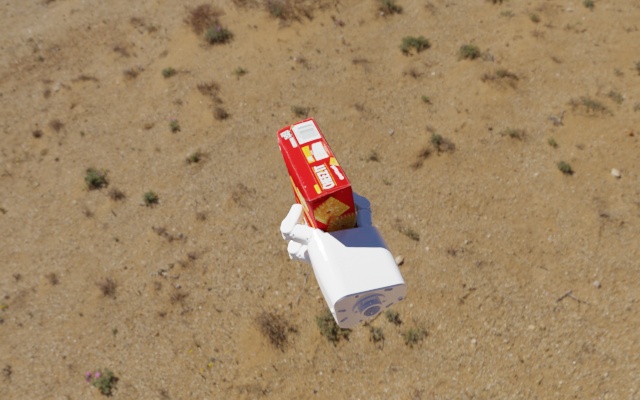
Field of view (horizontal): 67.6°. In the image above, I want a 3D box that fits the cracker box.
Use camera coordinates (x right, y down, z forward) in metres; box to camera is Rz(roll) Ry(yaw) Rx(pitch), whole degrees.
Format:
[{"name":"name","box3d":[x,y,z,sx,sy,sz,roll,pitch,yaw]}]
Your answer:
[{"name":"cracker box","box3d":[0.000,0.002,0.770,0.072,0.164,0.214,-20,-40,-7]}]
